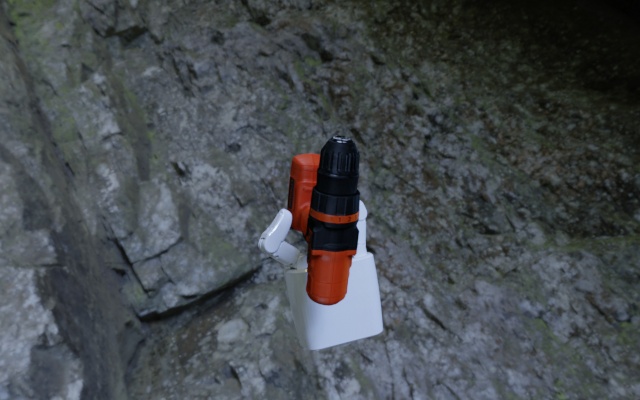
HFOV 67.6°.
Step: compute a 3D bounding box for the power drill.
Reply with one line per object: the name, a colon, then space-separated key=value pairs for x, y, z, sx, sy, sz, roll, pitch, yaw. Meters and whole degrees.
power drill: x=0.000 y=0.002 z=0.562 sx=0.057 sy=0.184 sz=0.187 roll=3 pitch=18 yaw=-11
